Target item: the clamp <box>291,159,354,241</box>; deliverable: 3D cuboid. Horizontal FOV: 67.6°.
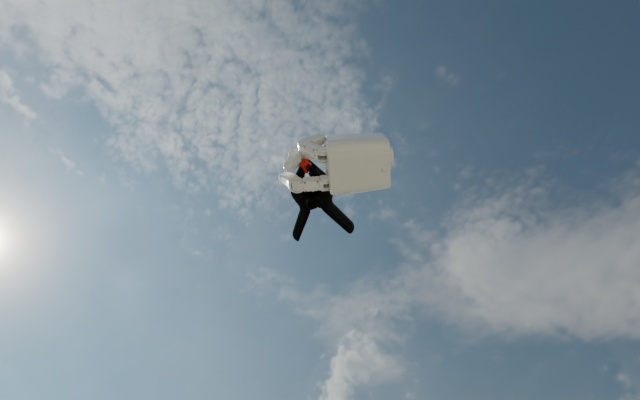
[{"bbox_3d":[0.000,0.002,0.890,0.120,0.172,0.039,-5,33,1],"label":"clamp"}]
